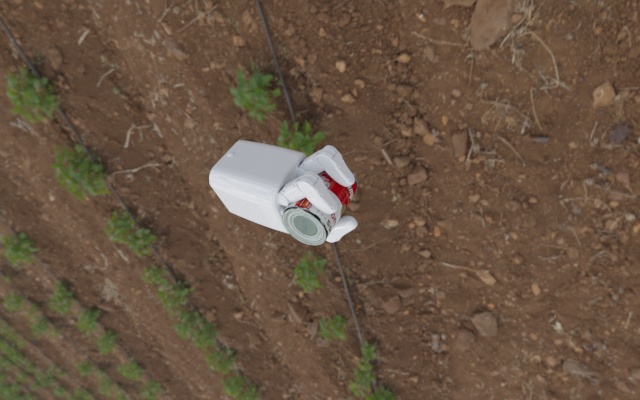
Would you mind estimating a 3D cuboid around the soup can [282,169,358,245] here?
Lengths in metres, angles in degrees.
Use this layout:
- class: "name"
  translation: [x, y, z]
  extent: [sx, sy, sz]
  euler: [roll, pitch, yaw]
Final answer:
- class: "soup can"
  translation: [0.000, 0.003, 0.647]
  extent: [0.068, 0.068, 0.102]
  euler: [0, 40, 35]
